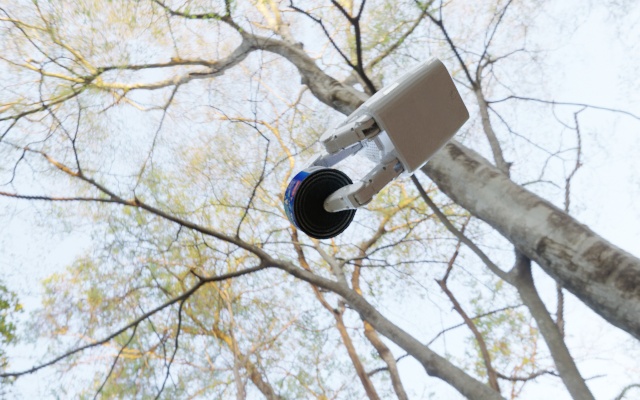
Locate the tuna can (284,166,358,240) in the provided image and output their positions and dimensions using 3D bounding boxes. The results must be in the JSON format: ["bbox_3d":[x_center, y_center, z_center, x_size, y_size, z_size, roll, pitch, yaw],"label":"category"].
[{"bbox_3d":[0.000,0.002,0.572,0.086,0.086,0.033,0,10,-27],"label":"tuna can"}]
